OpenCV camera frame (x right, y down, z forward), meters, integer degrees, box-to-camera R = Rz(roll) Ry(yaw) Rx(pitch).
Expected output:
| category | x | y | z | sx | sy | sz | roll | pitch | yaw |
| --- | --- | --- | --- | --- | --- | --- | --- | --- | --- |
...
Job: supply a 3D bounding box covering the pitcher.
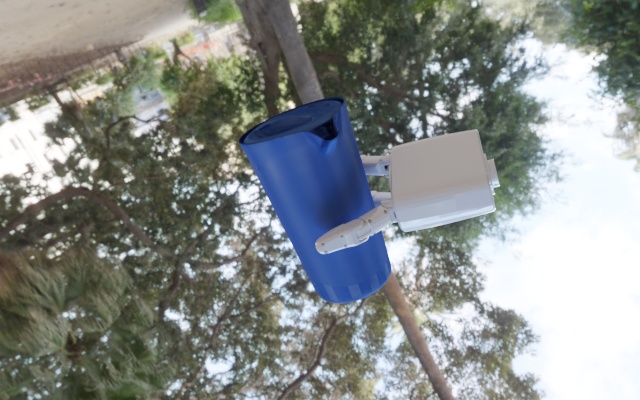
| category | x | y | z | sx | sy | sz | roll | pitch | yaw |
| --- | --- | --- | --- | --- | --- | --- | --- | --- | --- |
| pitcher | 0.000 | 0.002 | 0.607 | 0.145 | 0.243 | 0.149 | -14 | 23 | 18 |
